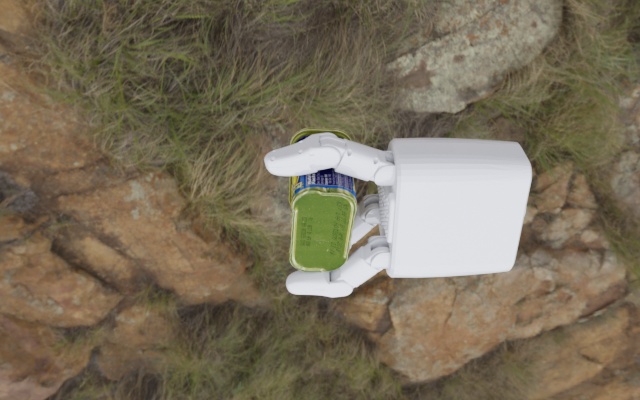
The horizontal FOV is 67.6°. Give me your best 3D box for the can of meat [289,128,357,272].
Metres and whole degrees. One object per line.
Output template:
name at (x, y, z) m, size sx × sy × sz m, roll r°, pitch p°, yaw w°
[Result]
can of meat at (0.000, 0.002, 0.423) m, size 0.057 × 0.102 × 0.083 m, roll 2°, pitch 42°, yaw -4°
